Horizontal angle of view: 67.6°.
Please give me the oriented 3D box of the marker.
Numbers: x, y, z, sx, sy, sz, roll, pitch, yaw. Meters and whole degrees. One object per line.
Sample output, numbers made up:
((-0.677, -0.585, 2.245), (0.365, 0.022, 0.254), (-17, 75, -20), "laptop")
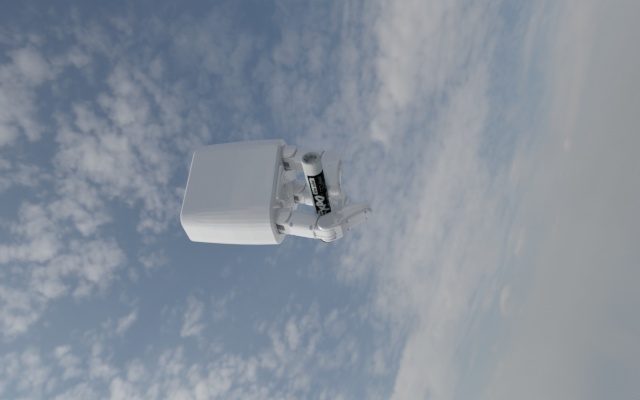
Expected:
((0.000, 0.002, 0.494), (0.020, 0.020, 0.121), (0, -44, 13), "marker")
